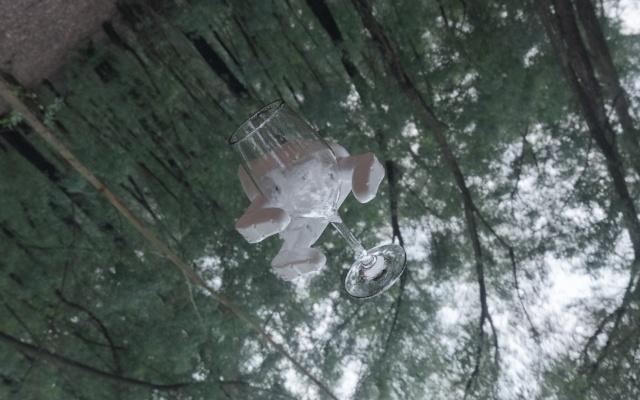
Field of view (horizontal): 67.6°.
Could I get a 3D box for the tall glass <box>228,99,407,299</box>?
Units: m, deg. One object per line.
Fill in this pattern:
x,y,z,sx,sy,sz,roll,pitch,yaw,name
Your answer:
0.001,0.002,0.458,0.079,0.201,0.079,-31,25,16,tall glass
